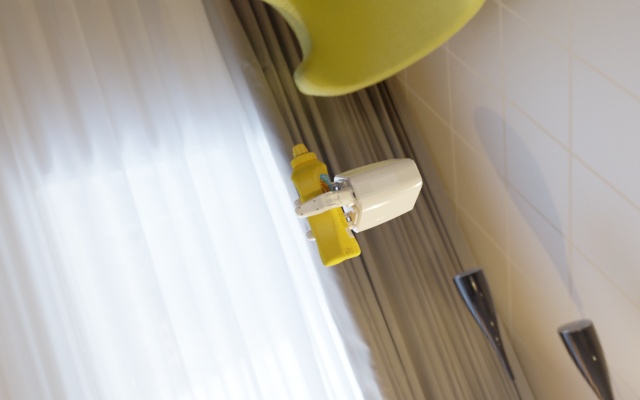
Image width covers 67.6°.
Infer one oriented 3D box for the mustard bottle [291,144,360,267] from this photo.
[{"bbox_3d":[0.000,0.003,0.730,0.058,0.191,0.096,-23,-9,13],"label":"mustard bottle"}]
